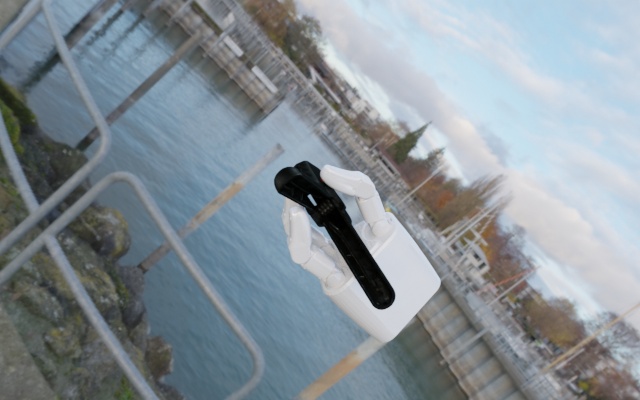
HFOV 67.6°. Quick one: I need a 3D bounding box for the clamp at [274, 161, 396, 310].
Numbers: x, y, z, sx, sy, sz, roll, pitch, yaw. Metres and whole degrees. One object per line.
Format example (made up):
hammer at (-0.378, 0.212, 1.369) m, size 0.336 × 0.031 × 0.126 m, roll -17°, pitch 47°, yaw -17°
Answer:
clamp at (0.001, 0.001, 0.496) m, size 0.036 × 0.165 × 0.210 m, roll -36°, pitch 27°, yaw 6°
